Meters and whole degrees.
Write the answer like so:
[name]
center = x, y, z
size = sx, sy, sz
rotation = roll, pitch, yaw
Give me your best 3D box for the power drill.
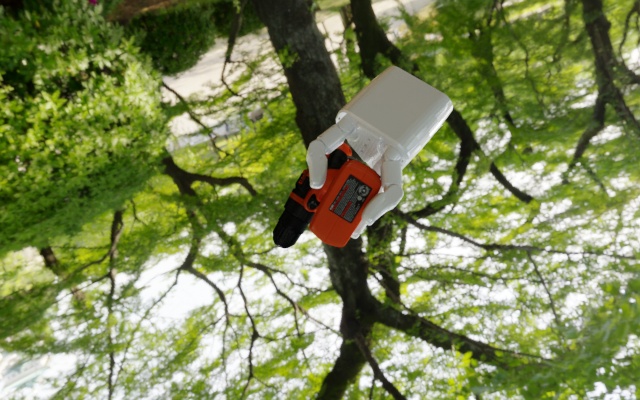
[power drill]
center = 0.000, 0.002, 0.653
size = 0.057, 0.184, 0.187
rotation = 29, 2, -19
